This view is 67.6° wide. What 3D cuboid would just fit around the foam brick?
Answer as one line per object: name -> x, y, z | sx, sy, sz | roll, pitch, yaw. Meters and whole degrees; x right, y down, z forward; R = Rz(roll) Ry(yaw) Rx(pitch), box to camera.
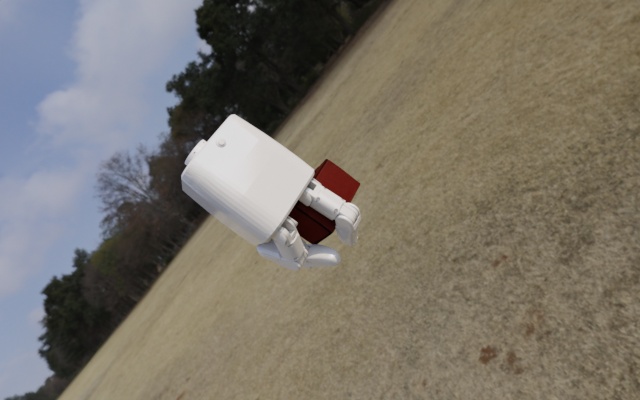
foam brick -> 0.000, 0.002, 0.548 | 0.051, 0.078, 0.053 | 36, -32, -8
